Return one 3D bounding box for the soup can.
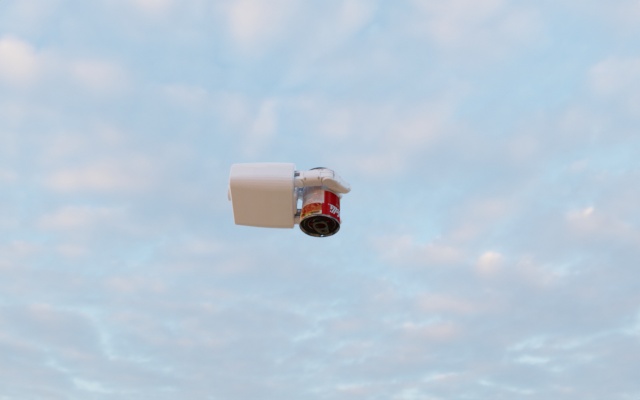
[{"bbox_3d":[0.001,0.002,0.813,0.068,0.102,0.069,1,-36,1],"label":"soup can"}]
